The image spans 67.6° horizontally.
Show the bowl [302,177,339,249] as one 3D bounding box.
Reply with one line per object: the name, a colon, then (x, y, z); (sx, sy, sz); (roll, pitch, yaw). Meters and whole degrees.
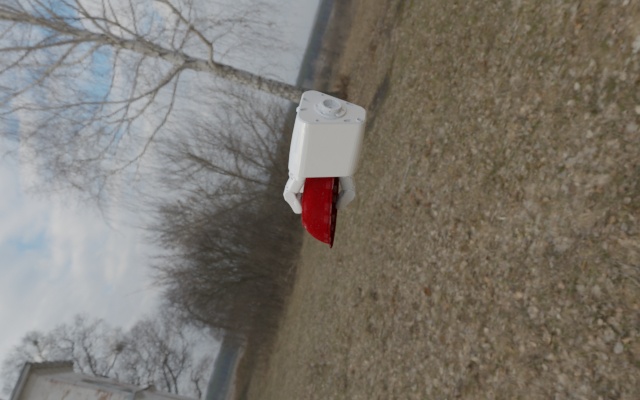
bowl: (0.000, 0.004, 0.850); (0.055, 0.162, 0.162); (4, 0, 6)
